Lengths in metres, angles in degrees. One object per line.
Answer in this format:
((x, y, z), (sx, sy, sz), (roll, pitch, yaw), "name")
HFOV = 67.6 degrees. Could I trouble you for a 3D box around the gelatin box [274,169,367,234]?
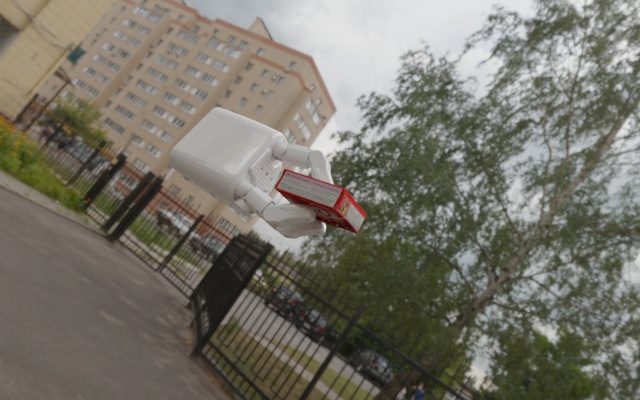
((0.001, 0.002, 0.558), (0.089, 0.030, 0.073), (19, -16, 32), "gelatin box")
